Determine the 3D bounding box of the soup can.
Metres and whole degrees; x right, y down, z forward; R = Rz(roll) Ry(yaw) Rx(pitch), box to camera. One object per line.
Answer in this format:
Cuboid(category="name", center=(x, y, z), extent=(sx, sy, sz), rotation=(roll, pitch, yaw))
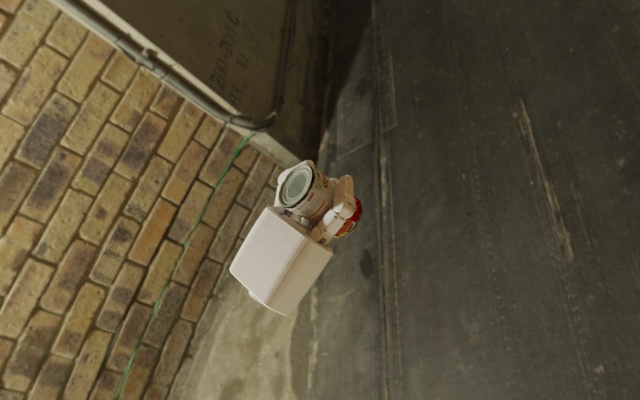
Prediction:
Cuboid(category="soup can", center=(0.000, 0.002, 0.661), extent=(0.102, 0.068, 0.068), rotation=(33, -21, -36))
